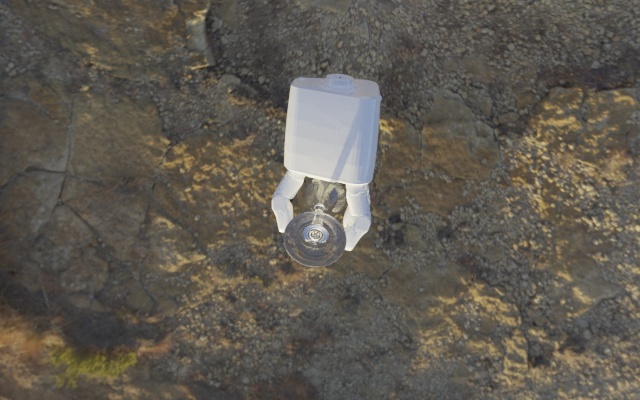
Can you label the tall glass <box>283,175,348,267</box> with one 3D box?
[{"bbox_3d":[0.000,0.003,0.643,0.079,0.079,0.201,0,26,4],"label":"tall glass"}]
